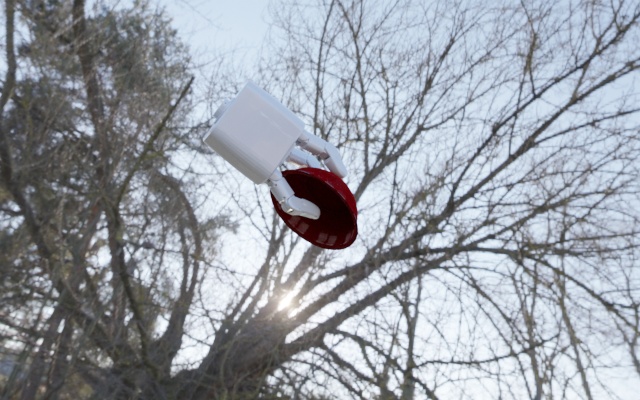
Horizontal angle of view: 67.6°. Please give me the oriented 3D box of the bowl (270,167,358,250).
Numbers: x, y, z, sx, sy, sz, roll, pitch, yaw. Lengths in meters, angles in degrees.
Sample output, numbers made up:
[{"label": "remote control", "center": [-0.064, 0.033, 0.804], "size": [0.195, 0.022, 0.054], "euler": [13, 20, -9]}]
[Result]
[{"label": "bowl", "center": [0.001, 0.003, 0.759], "size": [0.162, 0.162, 0.055], "euler": [0, 38, 41]}]
